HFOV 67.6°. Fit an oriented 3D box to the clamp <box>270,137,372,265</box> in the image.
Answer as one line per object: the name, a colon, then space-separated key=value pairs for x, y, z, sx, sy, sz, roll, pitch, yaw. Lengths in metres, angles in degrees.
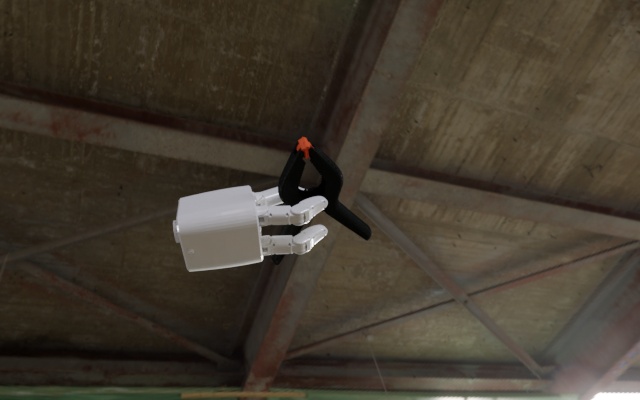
clamp: x=0.000 y=0.001 z=0.703 sx=0.164 sy=0.210 sz=0.036 roll=-10 pitch=38 yaw=-12
